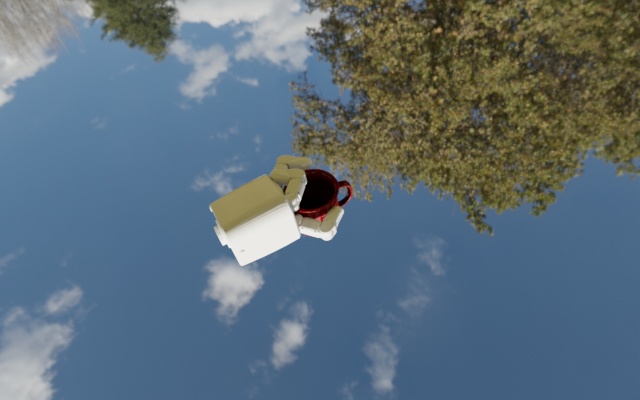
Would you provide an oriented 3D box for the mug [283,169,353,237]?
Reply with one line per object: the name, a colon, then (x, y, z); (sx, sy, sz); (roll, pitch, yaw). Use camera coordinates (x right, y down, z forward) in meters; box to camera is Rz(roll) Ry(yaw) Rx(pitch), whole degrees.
mug: (0.001, 0.002, 0.811); (0.117, 0.093, 0.082); (-24, -39, -10)
